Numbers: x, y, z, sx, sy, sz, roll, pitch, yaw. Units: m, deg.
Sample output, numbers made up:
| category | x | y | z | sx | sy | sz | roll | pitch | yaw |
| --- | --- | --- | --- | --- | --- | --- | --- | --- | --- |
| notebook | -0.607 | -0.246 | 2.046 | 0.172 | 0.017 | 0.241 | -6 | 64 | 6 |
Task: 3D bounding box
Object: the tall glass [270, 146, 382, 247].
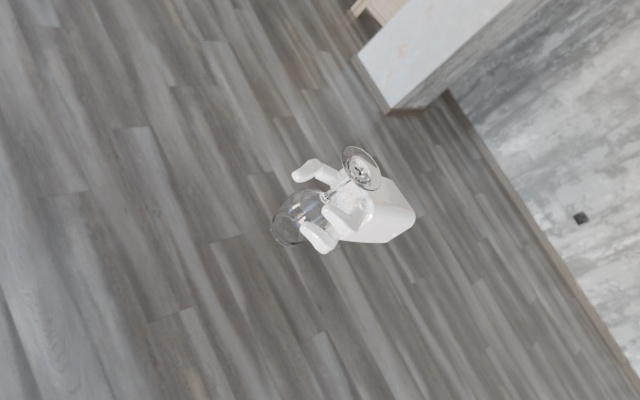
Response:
| category | x | y | z | sx | sy | sz | roll | pitch | yaw |
| --- | --- | --- | --- | --- | --- | --- | --- | --- | --- |
| tall glass | 0.000 | 0.002 | 0.737 | 0.079 | 0.079 | 0.201 | 0 | -29 | -43 |
